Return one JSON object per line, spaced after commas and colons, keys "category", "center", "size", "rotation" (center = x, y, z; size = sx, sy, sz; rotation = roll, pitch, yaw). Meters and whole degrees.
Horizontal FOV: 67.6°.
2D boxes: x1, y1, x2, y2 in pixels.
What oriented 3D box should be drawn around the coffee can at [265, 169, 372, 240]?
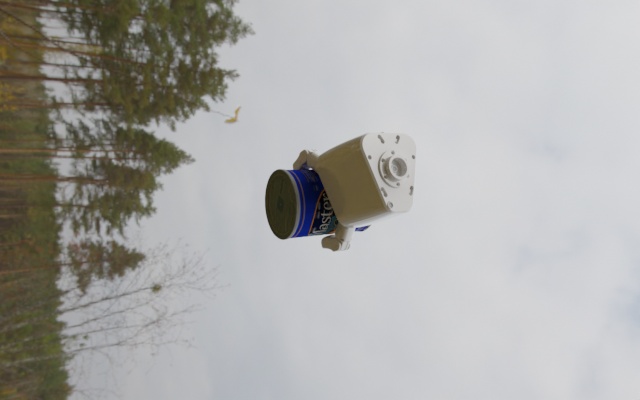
{"category": "coffee can", "center": [0.000, 0.002, 0.726], "size": [0.140, 0.103, 0.103], "rotation": [-3, 2, -31]}
